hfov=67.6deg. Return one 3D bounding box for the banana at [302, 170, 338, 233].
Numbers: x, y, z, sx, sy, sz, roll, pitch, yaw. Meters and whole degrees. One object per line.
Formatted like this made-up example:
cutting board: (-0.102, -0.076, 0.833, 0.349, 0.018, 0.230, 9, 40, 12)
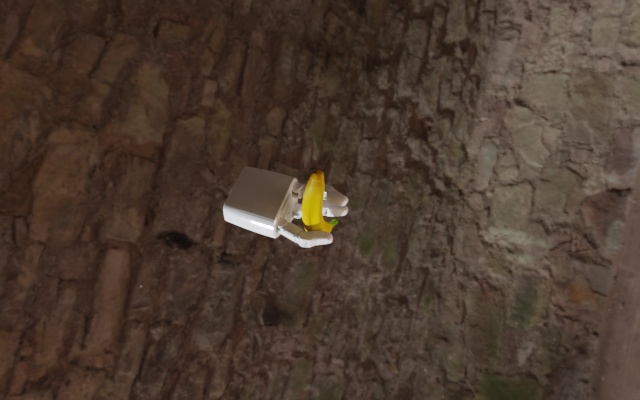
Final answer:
banana: (-0.007, 0.020, 0.842, 0.037, 0.069, 0.198, 19, -23, 17)
